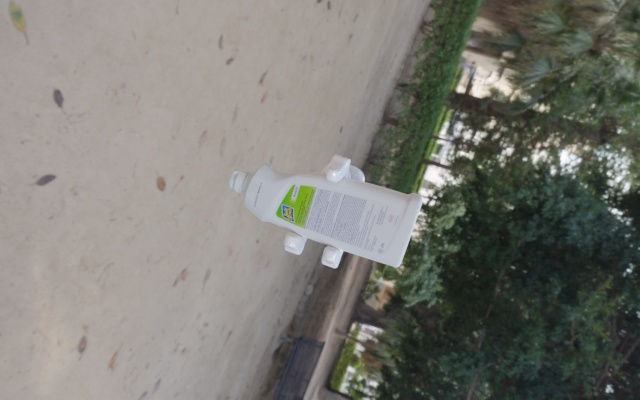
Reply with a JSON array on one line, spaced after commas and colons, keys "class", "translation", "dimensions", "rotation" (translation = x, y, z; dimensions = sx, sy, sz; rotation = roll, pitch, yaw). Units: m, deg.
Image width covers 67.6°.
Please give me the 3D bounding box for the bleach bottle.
[{"class": "bleach bottle", "translation": [0.000, 0.002, 0.639], "dimensions": [0.251, 0.102, 0.068], "rotation": [19, 6, 9]}]
